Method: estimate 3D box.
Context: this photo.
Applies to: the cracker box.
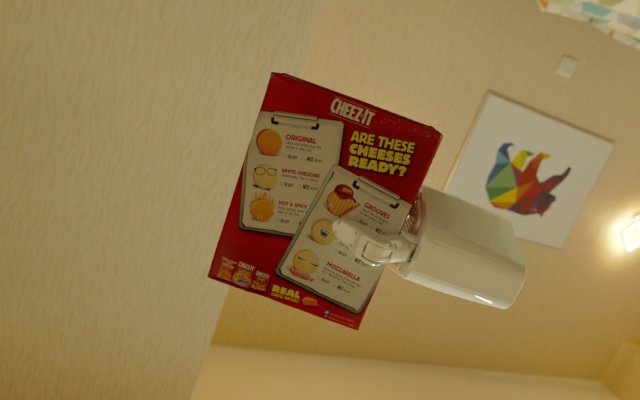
[{"bbox_3d":[0.000,0.002,0.478,0.164,0.214,0.072,20,16,-2],"label":"cracker box"}]
